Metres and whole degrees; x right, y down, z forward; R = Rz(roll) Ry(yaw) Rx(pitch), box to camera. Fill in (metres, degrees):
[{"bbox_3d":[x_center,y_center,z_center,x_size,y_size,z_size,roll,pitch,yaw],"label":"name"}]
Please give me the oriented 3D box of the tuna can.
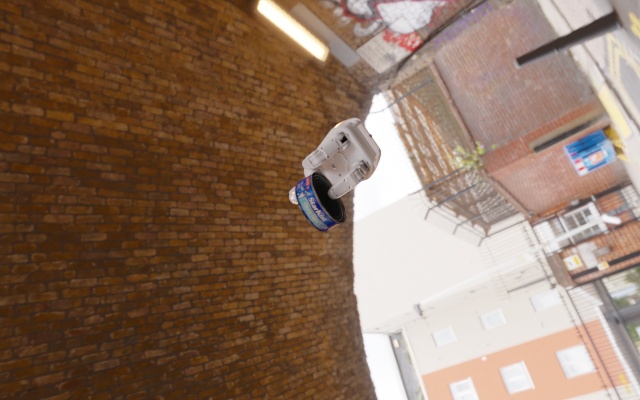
[{"bbox_3d":[0.000,0.003,0.705,0.034,0.086,0.086,-30,-12,21],"label":"tuna can"}]
